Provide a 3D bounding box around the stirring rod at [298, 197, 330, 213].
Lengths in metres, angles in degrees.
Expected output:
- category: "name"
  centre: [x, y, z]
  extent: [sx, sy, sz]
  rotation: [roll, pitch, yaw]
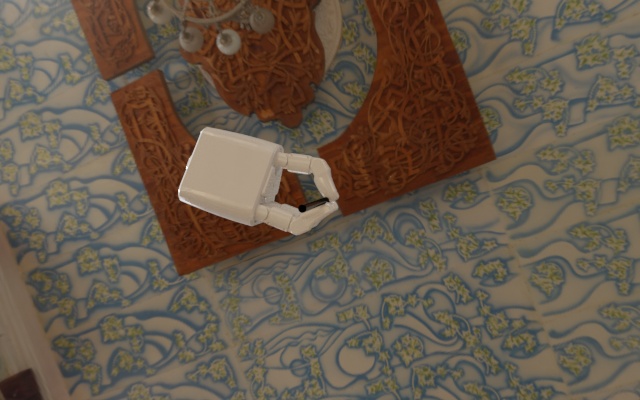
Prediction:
- category: "stirring rod"
  centre: [0.000, 0.002, 0.572]
  extent: [0.011, 0.011, 0.239]
  rotation: [0, 3, 8]
